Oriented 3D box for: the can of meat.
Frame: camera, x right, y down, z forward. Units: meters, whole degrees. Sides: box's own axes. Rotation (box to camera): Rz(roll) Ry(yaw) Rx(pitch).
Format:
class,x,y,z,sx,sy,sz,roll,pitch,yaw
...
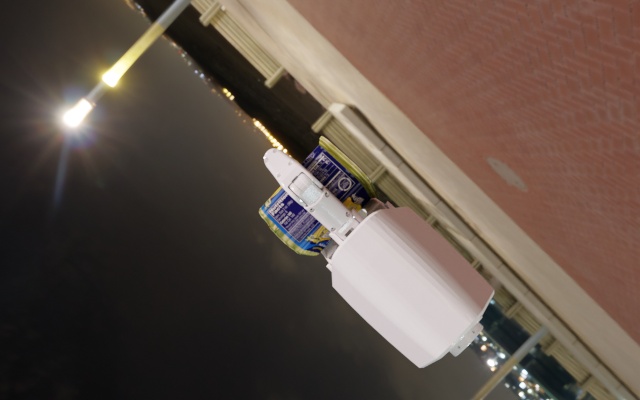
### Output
class,x,y,z,sx,sy,sz,roll,pitch,yaw
can of meat,0.000,0.002,0.423,0.057,0.084,0.102,43,2,14
